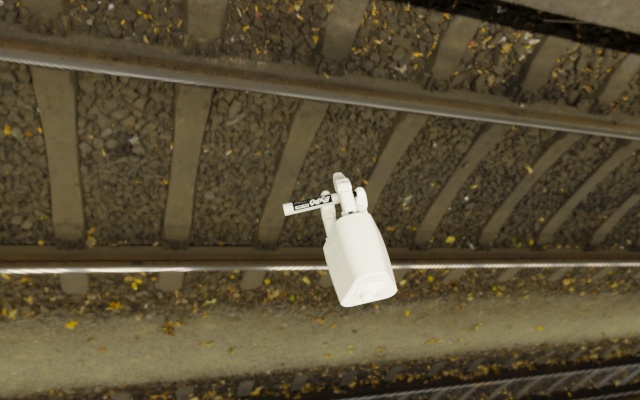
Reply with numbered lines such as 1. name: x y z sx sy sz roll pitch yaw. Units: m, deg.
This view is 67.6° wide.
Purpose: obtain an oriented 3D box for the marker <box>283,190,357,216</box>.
1. marker: 0.000 0.002 0.771 0.121 0.020 0.020 -12 1 -5
